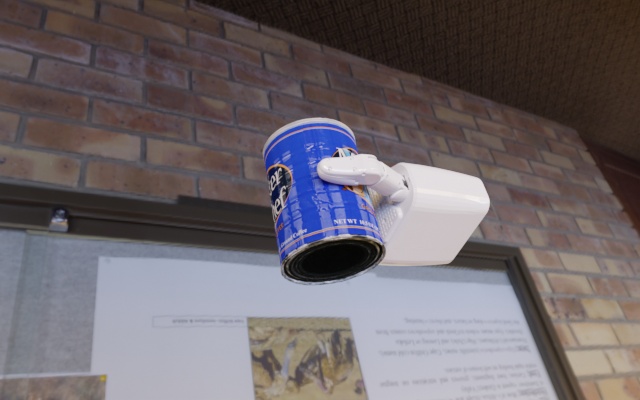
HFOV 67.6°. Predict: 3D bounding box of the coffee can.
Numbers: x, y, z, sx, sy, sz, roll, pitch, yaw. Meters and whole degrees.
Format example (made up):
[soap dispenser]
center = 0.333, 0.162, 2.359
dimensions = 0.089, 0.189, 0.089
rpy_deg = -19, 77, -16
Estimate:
[coffee can]
center = 0.000, 0.001, 0.489
dimensions = 0.103, 0.140, 0.103
rpy_deg = -9, -31, -5
